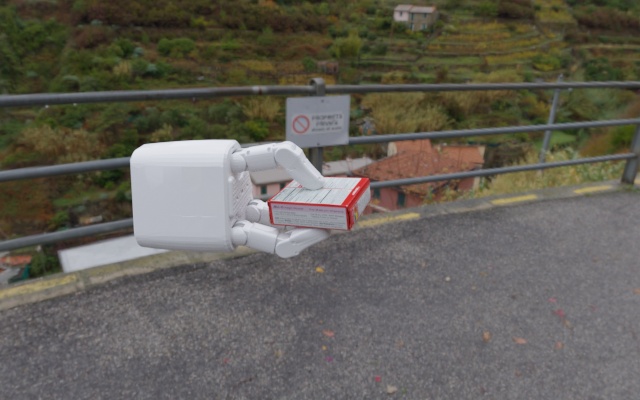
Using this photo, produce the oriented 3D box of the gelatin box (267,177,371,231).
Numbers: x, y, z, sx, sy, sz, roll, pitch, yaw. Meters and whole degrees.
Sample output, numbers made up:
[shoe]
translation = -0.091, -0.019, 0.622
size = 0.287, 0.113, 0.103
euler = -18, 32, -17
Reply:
[gelatin box]
translation = 0.000, 0.001, 0.497
size = 0.089, 0.030, 0.073
euler = 2, 24, 22
